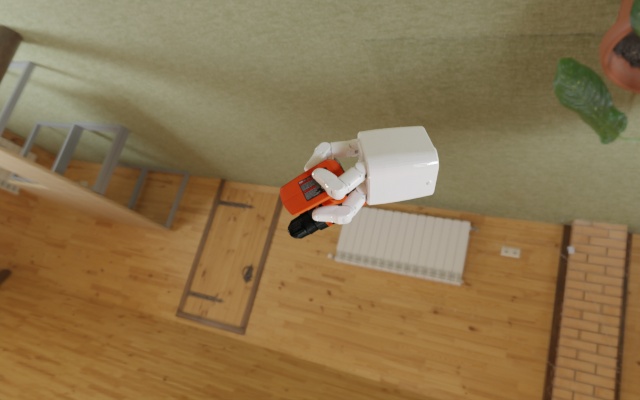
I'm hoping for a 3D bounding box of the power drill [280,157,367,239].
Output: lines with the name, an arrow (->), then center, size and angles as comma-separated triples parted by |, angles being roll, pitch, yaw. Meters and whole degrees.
power drill -> 0.000, 0.002, 0.810 | 0.184, 0.057, 0.188 | -32, -17, 9
